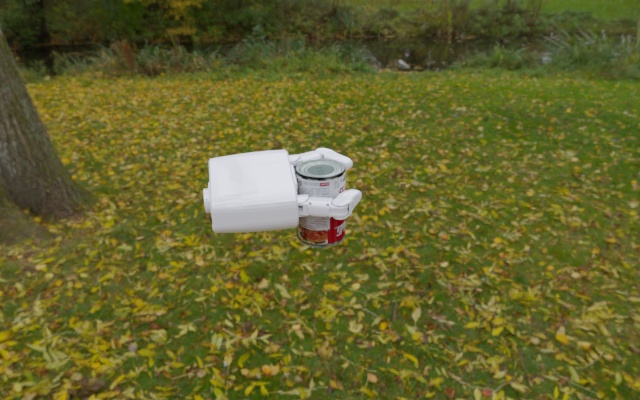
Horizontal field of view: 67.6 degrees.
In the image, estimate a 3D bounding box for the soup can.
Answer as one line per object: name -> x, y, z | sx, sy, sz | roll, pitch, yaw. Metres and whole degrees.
soup can -> 0.001, 0.002, 0.645 | 0.068, 0.102, 0.068 | -1, 27, 0
